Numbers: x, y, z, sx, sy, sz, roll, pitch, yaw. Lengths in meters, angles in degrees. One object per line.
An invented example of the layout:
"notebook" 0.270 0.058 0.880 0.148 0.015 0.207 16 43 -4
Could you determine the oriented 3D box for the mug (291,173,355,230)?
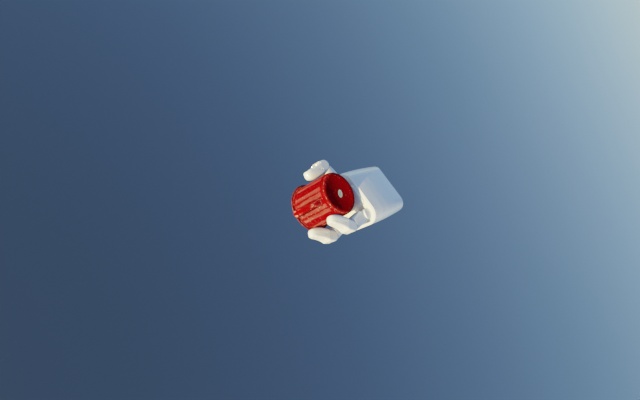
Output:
"mug" -0.001 0.003 0.862 0.081 0.093 0.117 -29 -6 43
